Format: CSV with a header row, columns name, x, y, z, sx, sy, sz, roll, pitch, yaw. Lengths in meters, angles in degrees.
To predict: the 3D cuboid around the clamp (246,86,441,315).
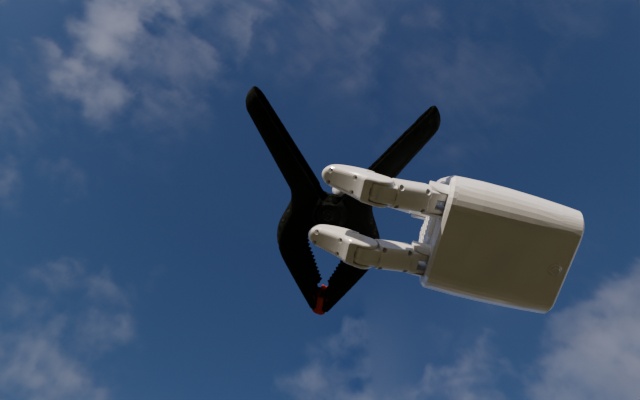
name,x,y,z,sx,sy,sz,roll,pitch,yaw
clamp,0.000,0.002,0.431,0.164,0.210,0.036,15,19,7
